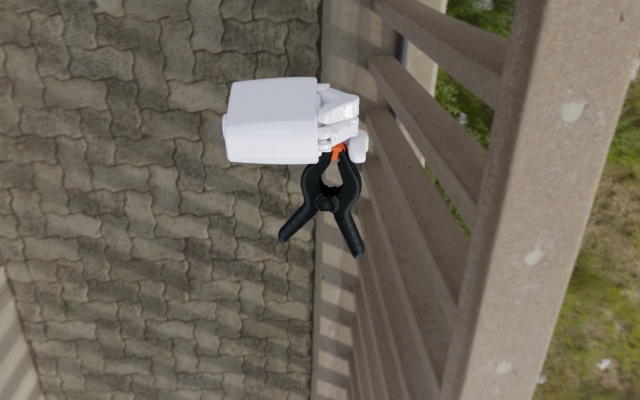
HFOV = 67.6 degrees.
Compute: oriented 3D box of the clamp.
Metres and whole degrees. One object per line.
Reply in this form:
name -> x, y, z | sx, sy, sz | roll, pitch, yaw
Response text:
clamp -> 0.000, 0.002, 0.629 | 0.120, 0.171, 0.039 | 1, 28, 3
